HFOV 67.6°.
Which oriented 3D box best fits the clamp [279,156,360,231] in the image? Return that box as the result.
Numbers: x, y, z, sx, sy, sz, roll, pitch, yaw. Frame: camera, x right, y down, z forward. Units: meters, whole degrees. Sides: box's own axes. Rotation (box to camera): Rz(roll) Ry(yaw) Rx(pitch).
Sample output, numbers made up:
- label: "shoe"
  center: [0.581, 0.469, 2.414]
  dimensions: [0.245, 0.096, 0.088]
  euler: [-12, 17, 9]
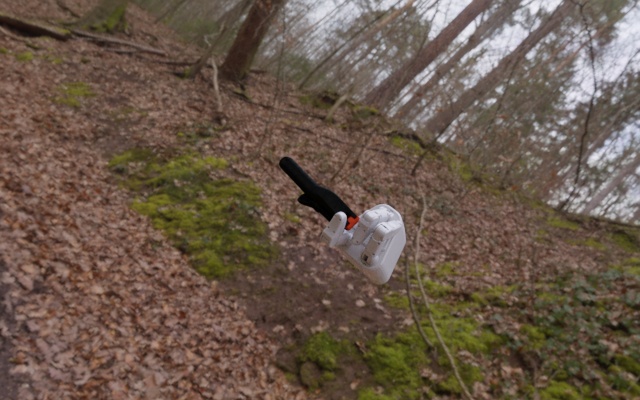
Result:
- label: "clamp"
  center: [0.001, 0.002, 0.818]
  dimensions: [0.171, 0.039, 0.120]
  euler: [42, -10, 29]
